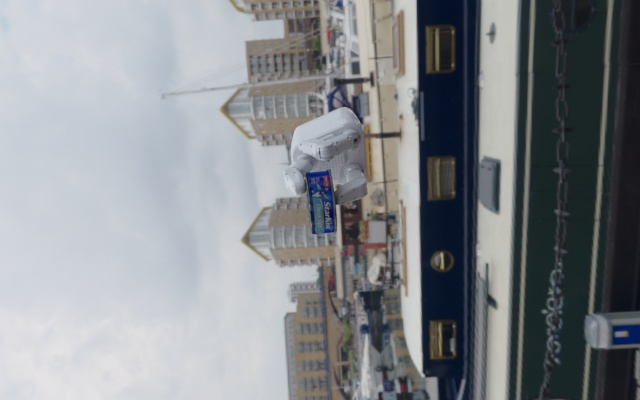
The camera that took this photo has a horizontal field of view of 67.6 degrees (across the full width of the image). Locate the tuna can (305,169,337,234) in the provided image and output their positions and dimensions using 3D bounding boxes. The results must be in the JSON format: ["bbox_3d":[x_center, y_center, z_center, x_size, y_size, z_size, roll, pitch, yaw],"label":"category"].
[{"bbox_3d":[0.000,0.002,0.637,0.034,0.086,0.086,-6,0,-3],"label":"tuna can"}]
